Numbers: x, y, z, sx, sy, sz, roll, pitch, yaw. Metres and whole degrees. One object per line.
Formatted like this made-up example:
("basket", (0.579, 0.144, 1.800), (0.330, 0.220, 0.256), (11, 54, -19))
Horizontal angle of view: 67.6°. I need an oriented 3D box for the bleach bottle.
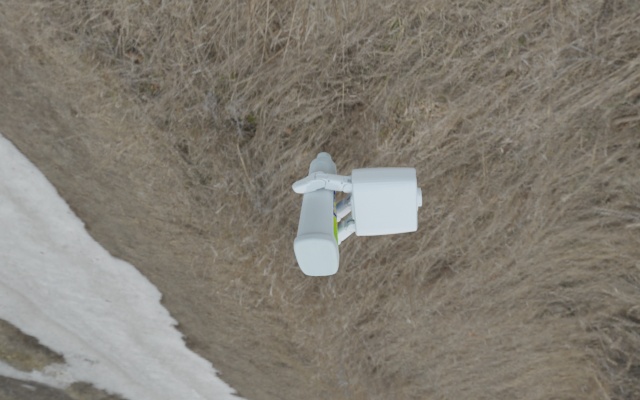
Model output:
("bleach bottle", (0.000, 0.003, 0.840), (0.068, 0.250, 0.103), (-3, -43, 7))
